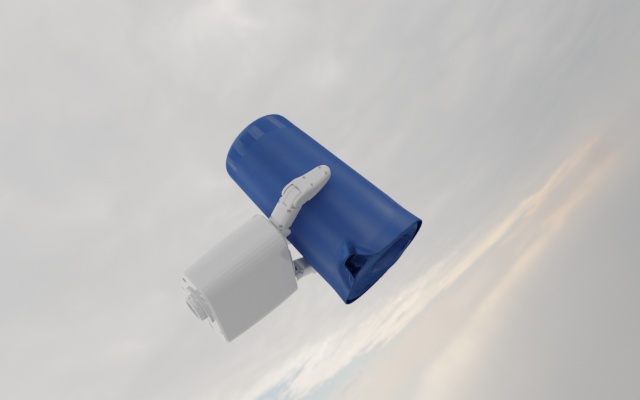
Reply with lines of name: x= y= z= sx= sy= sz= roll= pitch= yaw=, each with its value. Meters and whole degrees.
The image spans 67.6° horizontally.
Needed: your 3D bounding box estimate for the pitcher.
pitcher: x=0.000 y=0.002 z=0.608 sx=0.145 sy=0.242 sz=0.149 roll=-38 pitch=-21 yaw=-26
